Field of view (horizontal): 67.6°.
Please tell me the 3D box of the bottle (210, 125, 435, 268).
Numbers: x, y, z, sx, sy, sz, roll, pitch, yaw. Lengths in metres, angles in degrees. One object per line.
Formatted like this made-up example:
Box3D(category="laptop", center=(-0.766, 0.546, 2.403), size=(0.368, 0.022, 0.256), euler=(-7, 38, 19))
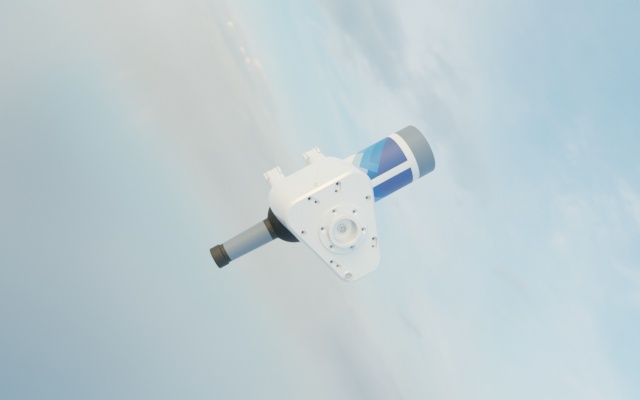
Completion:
Box3D(category="bottle", center=(0.000, 0.002, 0.597), size=(0.295, 0.069, 0.069), euler=(-28, 3, -6))
